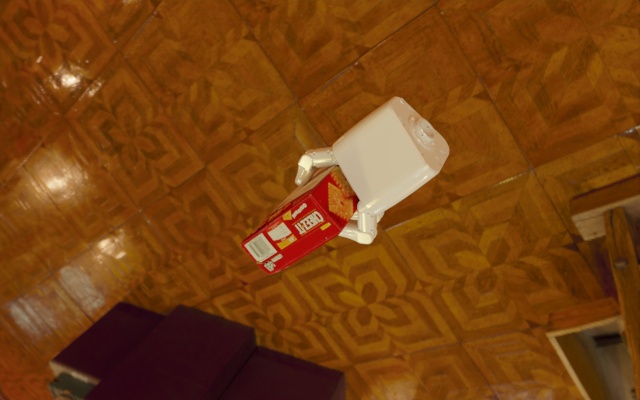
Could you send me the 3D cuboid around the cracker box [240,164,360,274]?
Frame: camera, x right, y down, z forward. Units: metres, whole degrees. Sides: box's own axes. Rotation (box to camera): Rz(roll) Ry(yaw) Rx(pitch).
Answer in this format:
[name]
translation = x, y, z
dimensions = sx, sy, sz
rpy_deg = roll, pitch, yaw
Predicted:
[cracker box]
translation = 0.000, 0.002, 0.717
dimensions = 0.164, 0.072, 0.213
rpy_deg = -35, 8, 38
